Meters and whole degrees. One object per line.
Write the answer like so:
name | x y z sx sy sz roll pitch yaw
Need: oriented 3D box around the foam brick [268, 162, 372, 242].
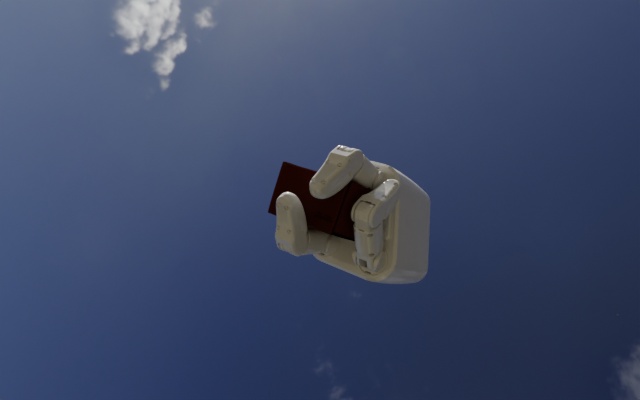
foam brick | 0.000 0.001 0.450 0.078 0.053 0.051 18 -1 33
